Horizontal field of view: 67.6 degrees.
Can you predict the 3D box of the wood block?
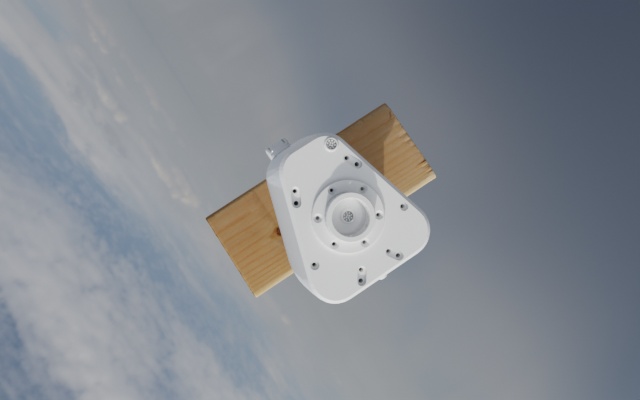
[{"bbox_3d":[0.000,0.001,0.492,0.206,0.091,0.090,-33,-4,-6],"label":"wood block"}]
